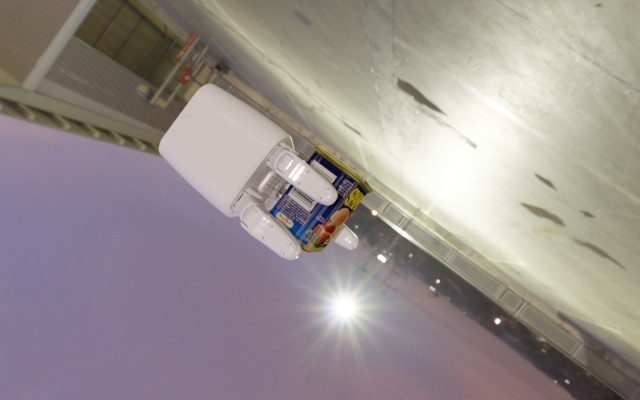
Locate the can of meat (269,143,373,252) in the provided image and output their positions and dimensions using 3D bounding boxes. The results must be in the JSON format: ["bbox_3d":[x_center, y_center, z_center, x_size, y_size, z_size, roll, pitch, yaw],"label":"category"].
[{"bbox_3d":[0.000,0.002,0.461,0.057,0.084,0.102,38,2,13],"label":"can of meat"}]
